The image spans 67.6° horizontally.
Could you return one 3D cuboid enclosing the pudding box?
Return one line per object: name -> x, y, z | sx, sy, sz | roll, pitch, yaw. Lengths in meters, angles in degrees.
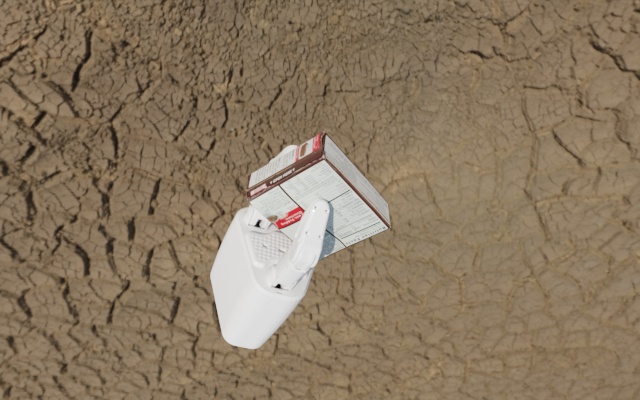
pudding box -> 0.000, 0.002, 0.447 | 0.090, 0.039, 0.113 | -28, -50, 23
